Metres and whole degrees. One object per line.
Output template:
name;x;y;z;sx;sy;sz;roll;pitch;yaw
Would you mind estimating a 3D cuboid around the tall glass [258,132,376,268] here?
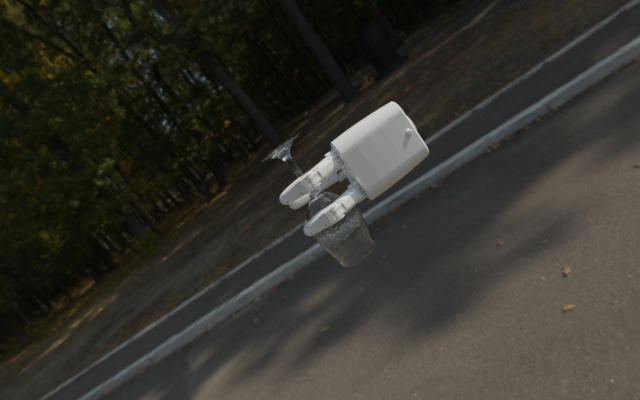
tall glass;0.000;0.002;0.696;0.079;0.201;0.079;-35;11;8
